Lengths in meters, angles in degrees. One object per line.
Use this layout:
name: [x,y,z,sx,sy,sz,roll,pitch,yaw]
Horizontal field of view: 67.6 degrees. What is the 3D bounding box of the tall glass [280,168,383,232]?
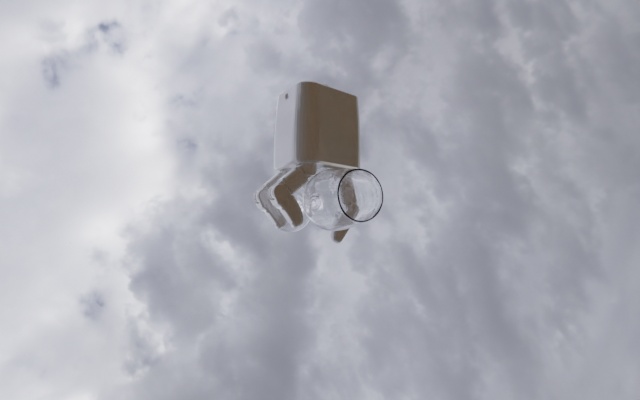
tall glass: [0.000,0.002,0.628,0.079,0.079,0.201,0,-4,-28]
